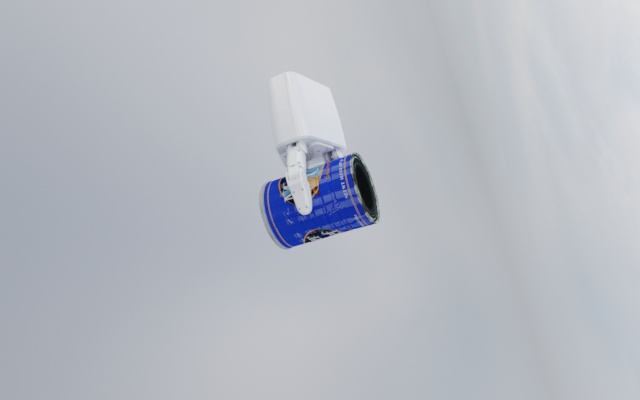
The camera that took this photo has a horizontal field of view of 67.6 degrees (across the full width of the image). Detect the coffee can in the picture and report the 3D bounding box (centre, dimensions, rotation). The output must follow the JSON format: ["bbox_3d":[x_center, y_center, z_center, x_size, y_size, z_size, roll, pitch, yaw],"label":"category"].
[{"bbox_3d":[0.000,0.002,0.672,0.140,0.103,0.103,-18,-6,19],"label":"coffee can"}]
